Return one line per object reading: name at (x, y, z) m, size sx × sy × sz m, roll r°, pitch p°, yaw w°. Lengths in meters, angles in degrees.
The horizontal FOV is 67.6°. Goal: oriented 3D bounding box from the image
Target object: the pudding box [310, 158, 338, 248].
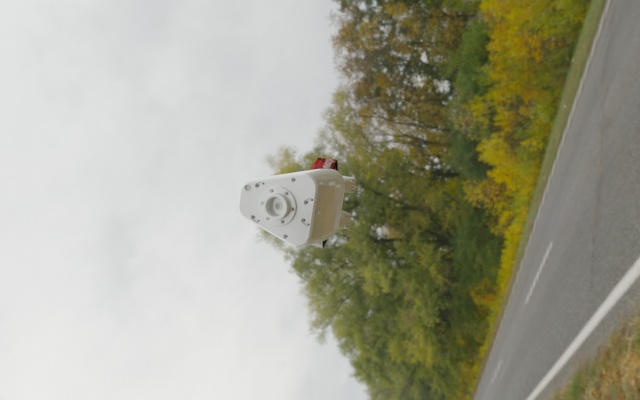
pudding box at (0.000, 0.002, 0.747) m, size 0.039 × 0.114 × 0.090 m, roll 10°, pitch 36°, yaw 16°
